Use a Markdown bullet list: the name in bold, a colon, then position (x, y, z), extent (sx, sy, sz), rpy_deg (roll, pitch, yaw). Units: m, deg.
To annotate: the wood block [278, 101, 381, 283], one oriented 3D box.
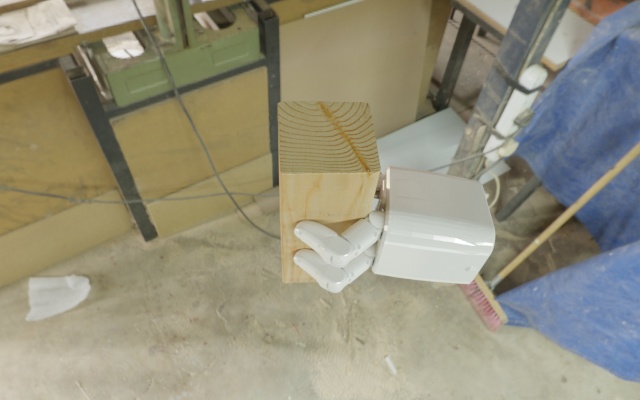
- **wood block**: position (0.000, 0.001, 0.513), extent (0.090, 0.090, 0.206), rpy_deg (-1, -36, -5)
